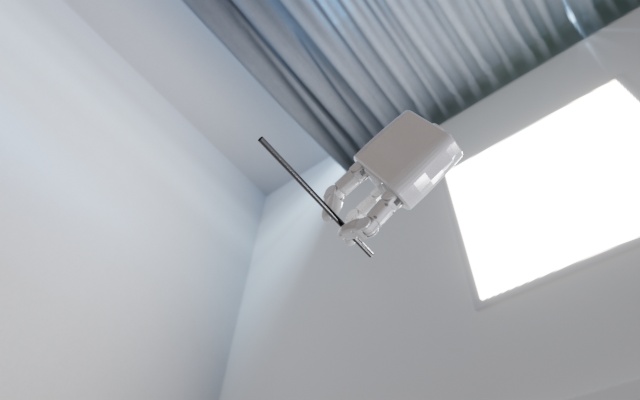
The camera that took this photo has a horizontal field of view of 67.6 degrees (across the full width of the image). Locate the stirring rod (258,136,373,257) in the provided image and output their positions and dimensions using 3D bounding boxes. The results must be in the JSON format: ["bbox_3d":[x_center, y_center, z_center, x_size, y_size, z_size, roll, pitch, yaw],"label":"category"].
[{"bbox_3d":[0.000,0.002,0.638,0.240,0.011,0.011,46,-26,-27],"label":"stirring rod"}]
